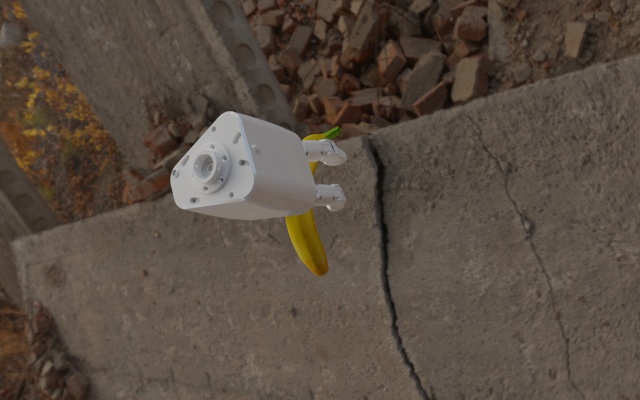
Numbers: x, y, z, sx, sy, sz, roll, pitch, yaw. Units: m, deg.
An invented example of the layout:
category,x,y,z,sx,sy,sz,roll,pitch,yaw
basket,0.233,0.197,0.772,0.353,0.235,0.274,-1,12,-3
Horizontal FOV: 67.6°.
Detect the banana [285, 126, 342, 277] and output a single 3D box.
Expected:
category,x,y,z,sx,sy,sz,roll,pitch,yaw
banana,-0.017,-0.002,0.624,0.069,0.198,0.037,3,-6,25
